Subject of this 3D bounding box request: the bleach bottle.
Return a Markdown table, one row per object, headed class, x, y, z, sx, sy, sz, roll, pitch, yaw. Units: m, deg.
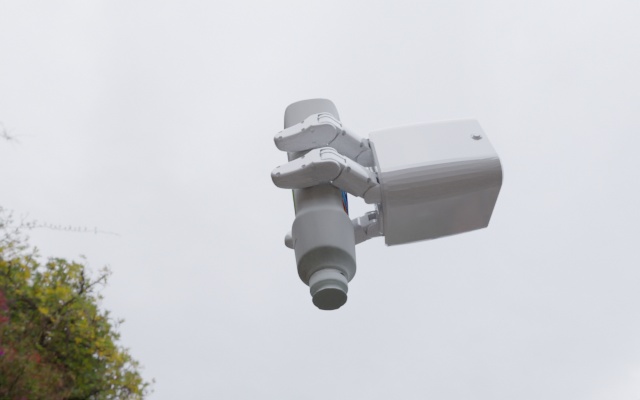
| class | x | y | z | sx | sy | sz | roll | pitch | yaw |
| --- | --- | --- | --- | --- | --- | --- | --- | --- | --- |
| bleach bottle | 0.000 | 0.001 | 0.469 | 0.068 | 0.103 | 0.250 | -8 | 41 | 2 |
